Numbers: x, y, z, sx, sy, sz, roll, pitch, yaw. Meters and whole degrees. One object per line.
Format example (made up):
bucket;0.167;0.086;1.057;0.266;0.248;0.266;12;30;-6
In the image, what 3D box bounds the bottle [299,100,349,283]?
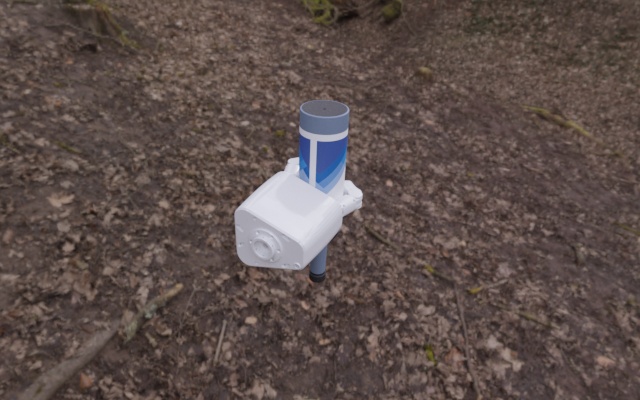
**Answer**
bottle;0.000;0.002;0.714;0.069;0.296;0.069;2;32;-1
